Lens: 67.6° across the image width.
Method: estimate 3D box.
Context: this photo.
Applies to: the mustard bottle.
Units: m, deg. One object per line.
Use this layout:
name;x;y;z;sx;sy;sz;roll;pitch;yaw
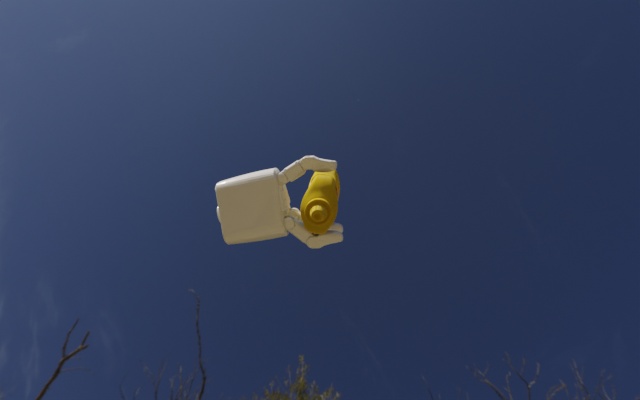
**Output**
mustard bottle;0.000;0.003;0.787;0.058;0.096;0.191;12;12;1
